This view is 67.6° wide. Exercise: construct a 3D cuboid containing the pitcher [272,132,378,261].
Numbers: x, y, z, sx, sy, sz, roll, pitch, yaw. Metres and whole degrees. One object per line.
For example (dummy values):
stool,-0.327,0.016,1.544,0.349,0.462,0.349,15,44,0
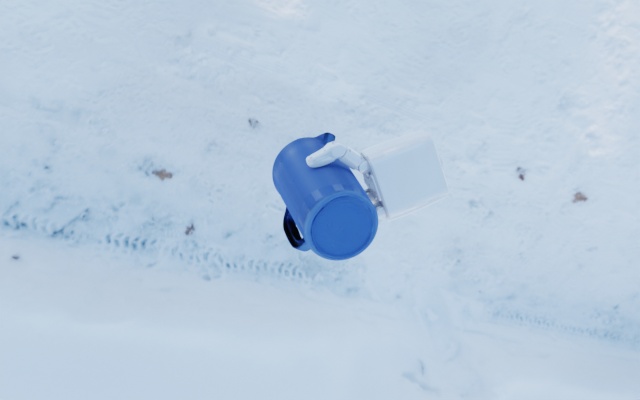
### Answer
pitcher,0.000,0.002,0.761,0.145,0.149,0.242,-21,26,-4
